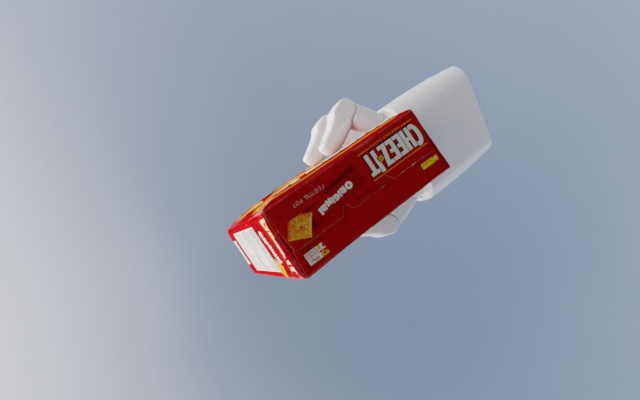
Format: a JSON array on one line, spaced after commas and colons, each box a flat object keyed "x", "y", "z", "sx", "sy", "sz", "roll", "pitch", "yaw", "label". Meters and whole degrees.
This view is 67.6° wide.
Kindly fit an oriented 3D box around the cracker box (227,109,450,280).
[{"x": 0.000, "y": 0.002, "z": 0.481, "sx": 0.164, "sy": 0.072, "sz": 0.214, "roll": -36, "pitch": 4, "yaw": -19, "label": "cracker box"}]
